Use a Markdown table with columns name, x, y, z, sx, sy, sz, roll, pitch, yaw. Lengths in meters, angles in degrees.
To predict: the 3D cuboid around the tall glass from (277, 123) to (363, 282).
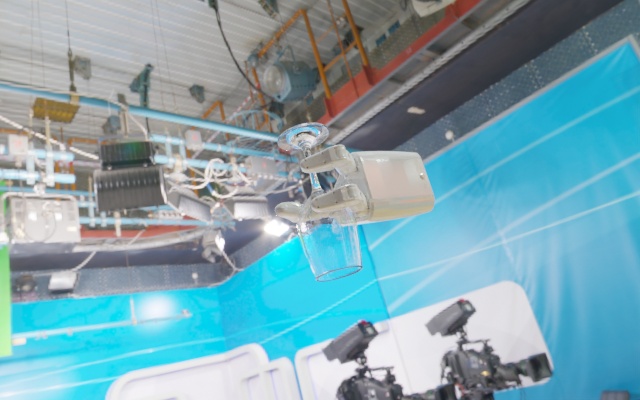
| name | x | y | z | sx | sy | sz | roll | pitch | yaw |
| --- | --- | --- | --- | --- | --- | --- | --- | --- | --- |
| tall glass | 0.000 | 0.001 | 0.633 | 0.079 | 0.201 | 0.079 | -13 | -20 | -5 |
